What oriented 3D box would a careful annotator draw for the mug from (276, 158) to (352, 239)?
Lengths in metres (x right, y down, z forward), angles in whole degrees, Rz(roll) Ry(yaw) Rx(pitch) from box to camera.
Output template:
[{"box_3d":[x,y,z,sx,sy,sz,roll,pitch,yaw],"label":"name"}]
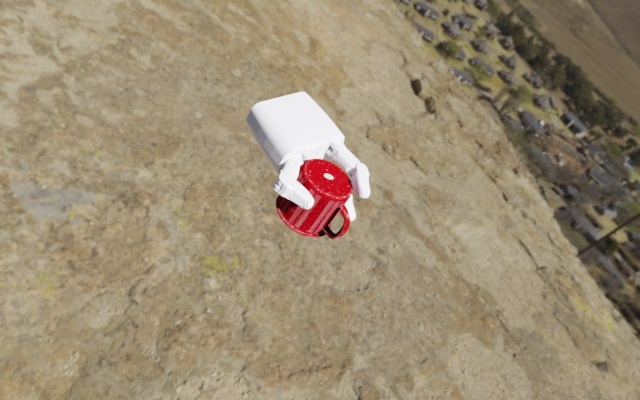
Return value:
[{"box_3d":[0.001,0.003,0.691,0.093,0.117,0.081,-13,-32,-45],"label":"mug"}]
